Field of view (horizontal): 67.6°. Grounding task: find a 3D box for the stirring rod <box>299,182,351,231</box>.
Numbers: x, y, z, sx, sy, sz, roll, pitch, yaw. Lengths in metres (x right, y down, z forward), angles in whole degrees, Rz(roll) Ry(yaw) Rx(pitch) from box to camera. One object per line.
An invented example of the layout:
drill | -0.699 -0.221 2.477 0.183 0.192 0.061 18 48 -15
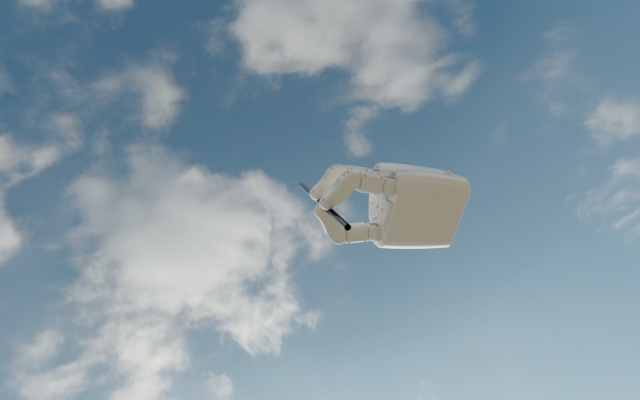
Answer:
stirring rod | 0.000 0.002 0.638 0.011 0.011 0.239 0 13 -15
